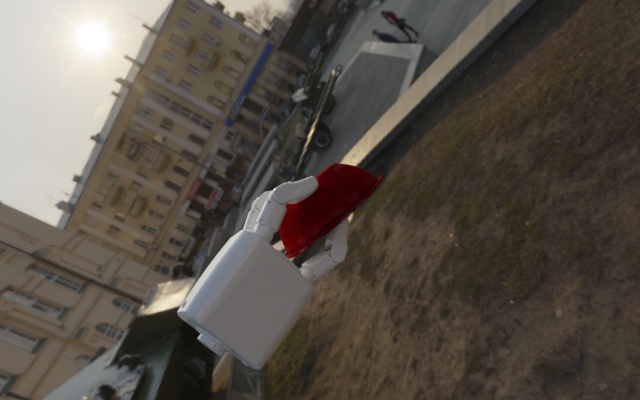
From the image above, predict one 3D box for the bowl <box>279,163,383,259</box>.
[{"bbox_3d":[0.001,0.001,0.609,0.162,0.055,0.162,-39,4,3],"label":"bowl"}]
